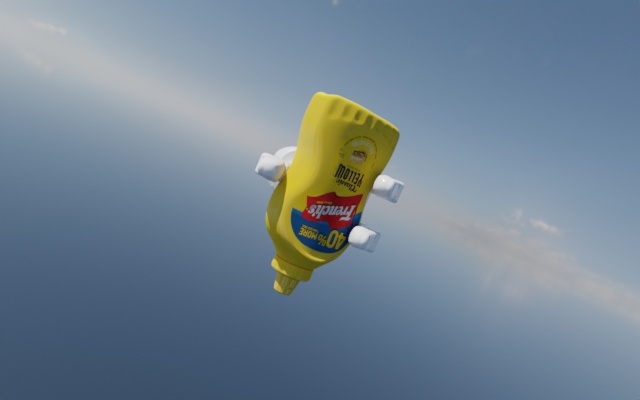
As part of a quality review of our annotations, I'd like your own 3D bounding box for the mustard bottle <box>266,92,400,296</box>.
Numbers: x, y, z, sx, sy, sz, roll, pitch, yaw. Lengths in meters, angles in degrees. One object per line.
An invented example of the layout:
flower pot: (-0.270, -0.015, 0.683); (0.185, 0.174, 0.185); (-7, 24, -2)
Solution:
mustard bottle: (0.000, 0.001, 0.461); (0.096, 0.191, 0.058); (21, 5, -38)
